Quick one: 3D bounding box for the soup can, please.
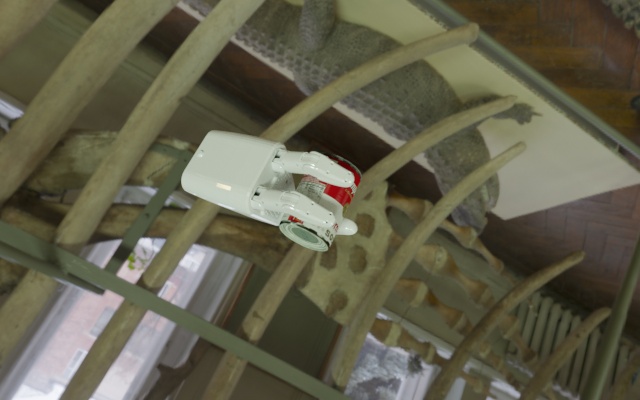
[{"bbox_3d":[0.000,0.002,0.583,0.068,0.102,0.068,22,-22,10],"label":"soup can"}]
